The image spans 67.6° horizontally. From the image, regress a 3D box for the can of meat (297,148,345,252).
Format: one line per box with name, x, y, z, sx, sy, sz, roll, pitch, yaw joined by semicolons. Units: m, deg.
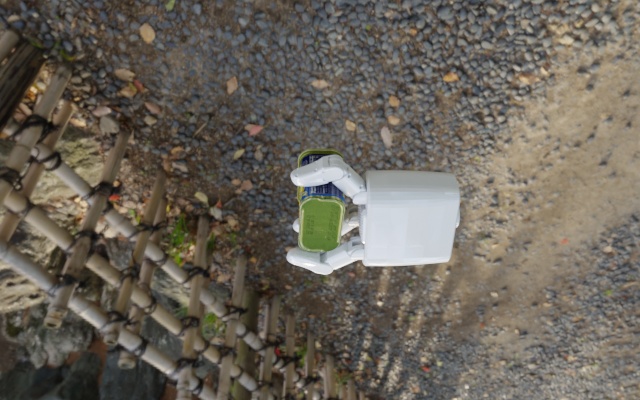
can of meat;0.000;0.002;0.584;0.057;0.083;0.102;1;-44;-3
